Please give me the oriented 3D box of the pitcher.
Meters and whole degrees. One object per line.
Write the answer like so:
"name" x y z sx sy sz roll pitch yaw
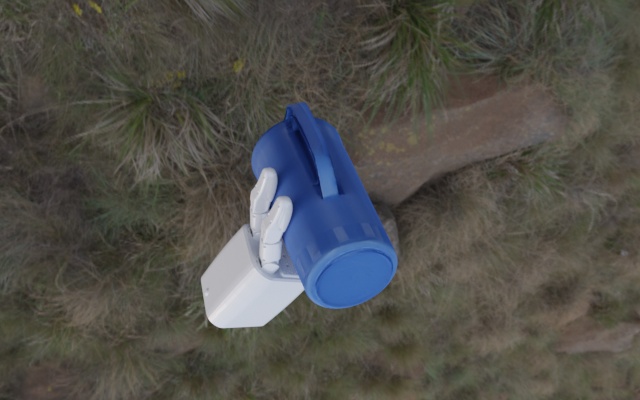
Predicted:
"pitcher" 0.000 0.002 0.592 0.149 0.145 0.242 29 24 -38
